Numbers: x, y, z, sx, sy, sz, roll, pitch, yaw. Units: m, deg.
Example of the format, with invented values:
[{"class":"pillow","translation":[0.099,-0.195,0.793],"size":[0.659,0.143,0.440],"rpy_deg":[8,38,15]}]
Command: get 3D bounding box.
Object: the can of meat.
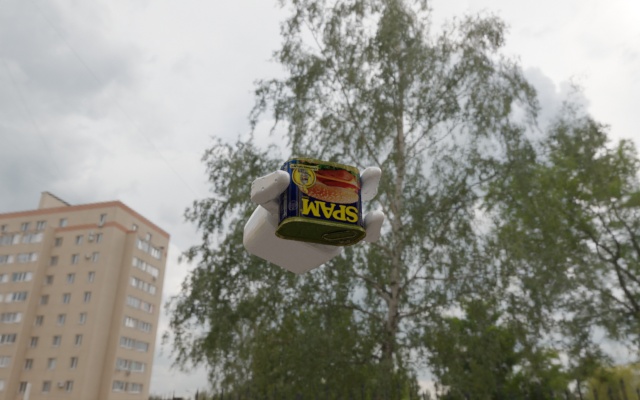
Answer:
[{"class":"can of meat","translation":[0.000,0.001,0.559],"size":[0.102,0.084,0.057],"rpy_deg":[10,-28,-21]}]
